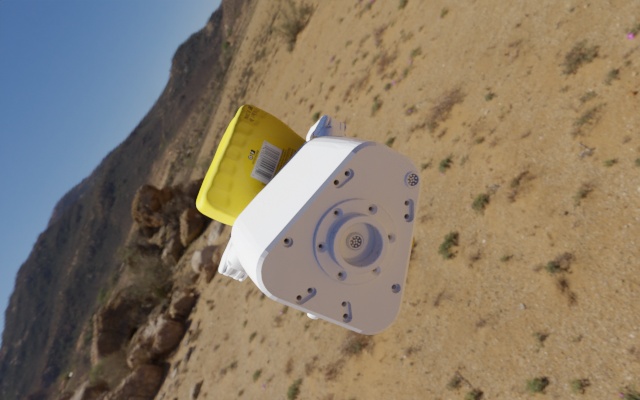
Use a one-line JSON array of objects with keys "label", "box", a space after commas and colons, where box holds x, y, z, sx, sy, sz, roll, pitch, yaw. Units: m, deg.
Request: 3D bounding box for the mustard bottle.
[{"label": "mustard bottle", "box": [0.000, 0.001, 0.412, 0.191, 0.096, 0.058, 25, -25, -17]}]
